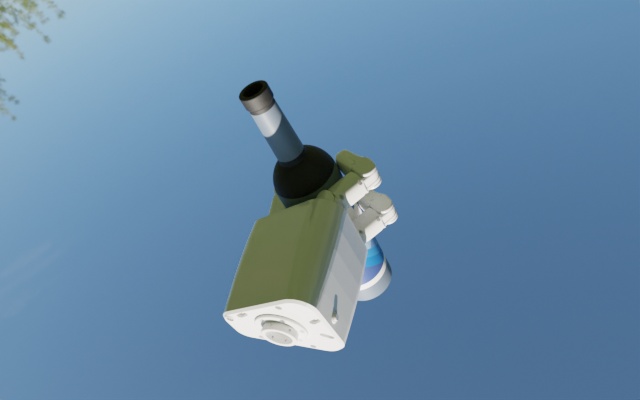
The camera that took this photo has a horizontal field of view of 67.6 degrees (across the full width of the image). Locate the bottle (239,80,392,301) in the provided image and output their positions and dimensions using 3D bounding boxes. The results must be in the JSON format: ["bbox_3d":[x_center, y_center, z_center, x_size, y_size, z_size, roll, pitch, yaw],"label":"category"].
[{"bbox_3d":[0.000,0.002,0.498,0.069,0.069,0.296,0,-40,30],"label":"bottle"}]
